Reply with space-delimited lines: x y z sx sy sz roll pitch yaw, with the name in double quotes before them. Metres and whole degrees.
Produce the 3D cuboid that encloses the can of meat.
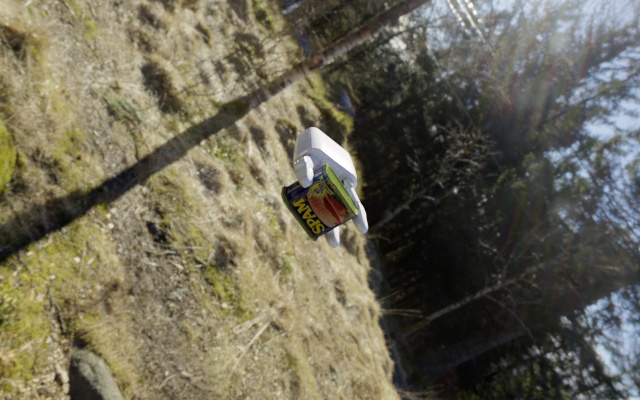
"can of meat" 0.000 0.002 0.767 0.084 0.102 0.057 -30 23 14
